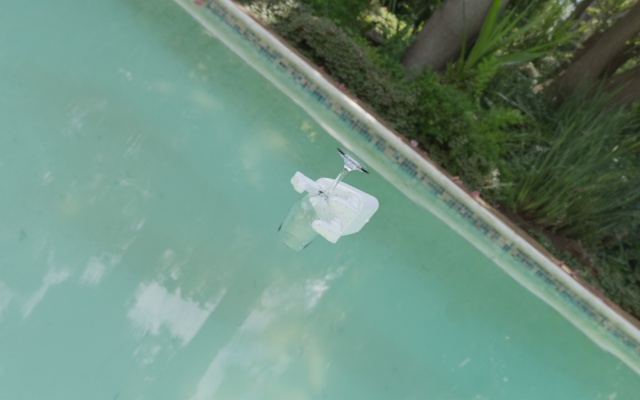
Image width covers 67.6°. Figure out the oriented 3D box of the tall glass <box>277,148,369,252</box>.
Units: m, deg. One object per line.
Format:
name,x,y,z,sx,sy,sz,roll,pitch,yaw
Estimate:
tall glass,0.000,0.002,0.891,0.079,0.201,0.079,35,16,-12
